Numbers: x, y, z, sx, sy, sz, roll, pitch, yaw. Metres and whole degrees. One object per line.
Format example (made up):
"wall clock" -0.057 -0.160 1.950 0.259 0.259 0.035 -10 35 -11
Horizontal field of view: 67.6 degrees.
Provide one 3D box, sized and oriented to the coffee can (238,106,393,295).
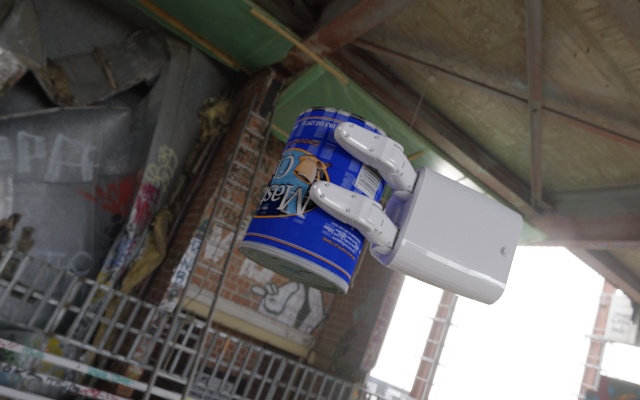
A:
"coffee can" 0.000 0.002 0.438 0.103 0.140 0.103 21 -17 7
